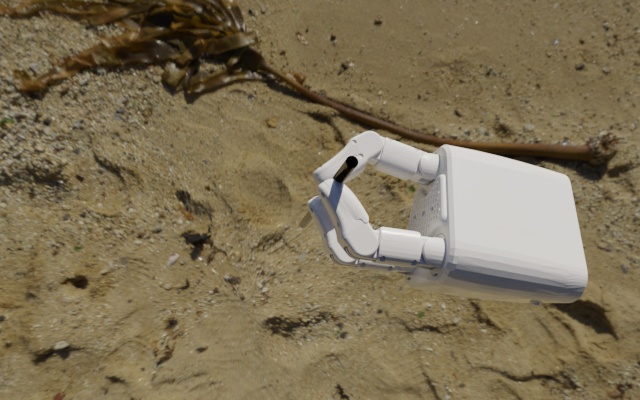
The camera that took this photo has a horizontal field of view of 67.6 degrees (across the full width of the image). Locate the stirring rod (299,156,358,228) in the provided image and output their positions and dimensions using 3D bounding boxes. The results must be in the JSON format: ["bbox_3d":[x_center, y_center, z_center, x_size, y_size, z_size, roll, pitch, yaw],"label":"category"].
[{"bbox_3d":[0.000,0.001,0.409,0.011,0.011,0.239,0,-12,-9],"label":"stirring rod"}]
